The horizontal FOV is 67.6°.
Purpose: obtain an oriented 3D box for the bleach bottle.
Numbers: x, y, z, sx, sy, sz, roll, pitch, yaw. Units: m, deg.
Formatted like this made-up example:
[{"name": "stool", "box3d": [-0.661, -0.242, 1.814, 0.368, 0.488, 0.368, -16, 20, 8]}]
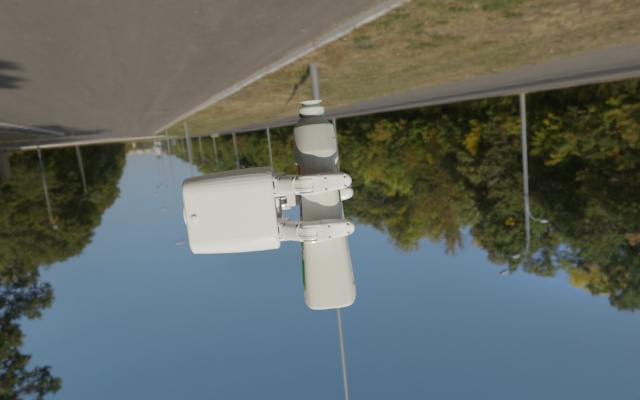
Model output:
[{"name": "bleach bottle", "box3d": [0.000, 0.002, 0.604, 0.068, 0.251, 0.102, -6, 8, -1]}]
